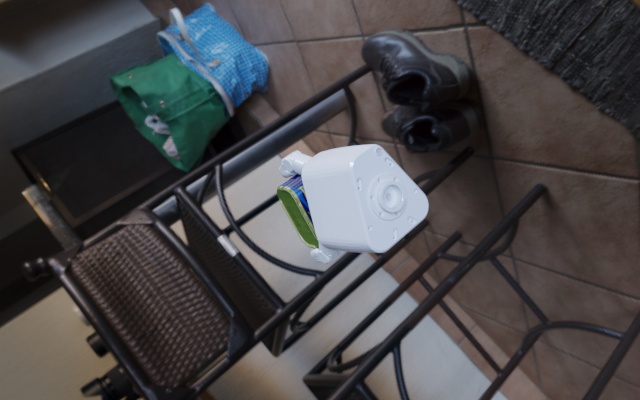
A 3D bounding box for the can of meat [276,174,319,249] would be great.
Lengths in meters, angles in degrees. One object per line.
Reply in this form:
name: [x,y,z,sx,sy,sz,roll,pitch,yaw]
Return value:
can of meat: [0.000,0.002,0.640,0.084,0.102,0.057,-36,19,-24]
